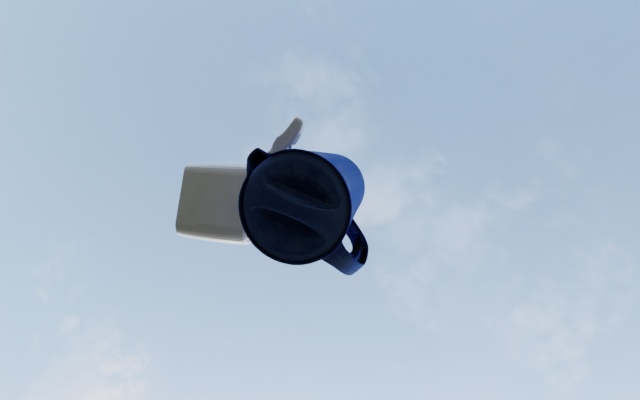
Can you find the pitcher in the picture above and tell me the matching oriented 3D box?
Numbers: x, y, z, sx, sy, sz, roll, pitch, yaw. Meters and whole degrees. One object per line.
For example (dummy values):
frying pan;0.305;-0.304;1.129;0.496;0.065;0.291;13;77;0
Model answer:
pitcher;0.000;0.002;0.648;0.145;0.149;0.243;3;8;12
